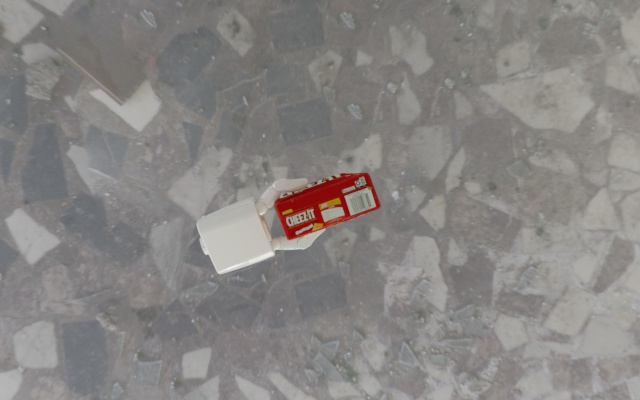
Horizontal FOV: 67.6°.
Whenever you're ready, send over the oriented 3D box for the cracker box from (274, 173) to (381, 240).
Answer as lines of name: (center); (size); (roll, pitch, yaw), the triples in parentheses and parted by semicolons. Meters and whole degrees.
cracker box: (0.000, 0.003, 0.868); (0.164, 0.072, 0.213); (-20, 5, -5)
